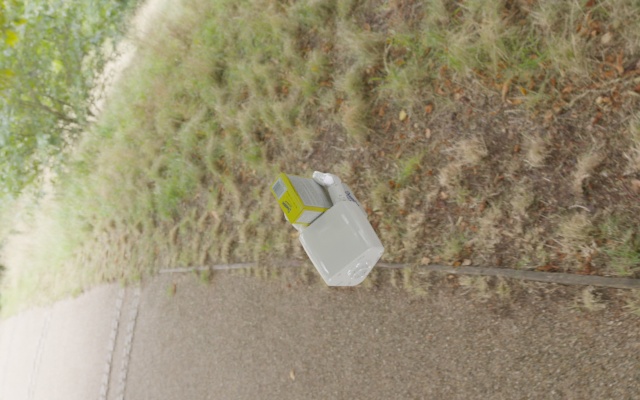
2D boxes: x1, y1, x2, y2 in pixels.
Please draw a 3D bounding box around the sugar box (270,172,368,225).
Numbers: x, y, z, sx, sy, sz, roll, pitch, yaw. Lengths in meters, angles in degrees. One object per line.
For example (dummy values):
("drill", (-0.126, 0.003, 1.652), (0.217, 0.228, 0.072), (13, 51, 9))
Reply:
("sugar box", (0.000, 0.003, 0.881), (0.176, 0.093, 0.048), (11, -52, -47))
